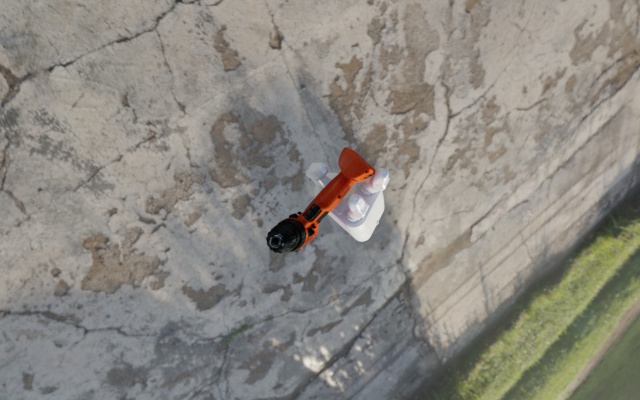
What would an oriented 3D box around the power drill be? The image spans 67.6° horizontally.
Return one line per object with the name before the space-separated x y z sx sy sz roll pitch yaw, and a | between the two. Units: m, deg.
power drill | 0.001 0.002 0.747 0.057 0.188 0.184 44 11 5
